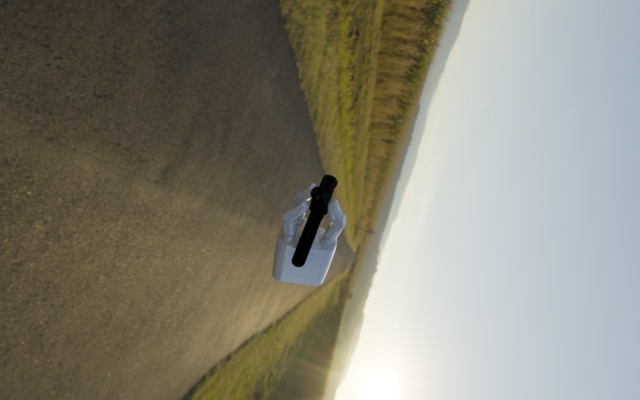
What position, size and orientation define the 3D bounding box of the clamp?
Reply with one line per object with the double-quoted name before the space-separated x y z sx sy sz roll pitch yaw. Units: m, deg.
"clamp" 0.001 0.003 0.888 0.036 0.165 0.209 20 37 4
